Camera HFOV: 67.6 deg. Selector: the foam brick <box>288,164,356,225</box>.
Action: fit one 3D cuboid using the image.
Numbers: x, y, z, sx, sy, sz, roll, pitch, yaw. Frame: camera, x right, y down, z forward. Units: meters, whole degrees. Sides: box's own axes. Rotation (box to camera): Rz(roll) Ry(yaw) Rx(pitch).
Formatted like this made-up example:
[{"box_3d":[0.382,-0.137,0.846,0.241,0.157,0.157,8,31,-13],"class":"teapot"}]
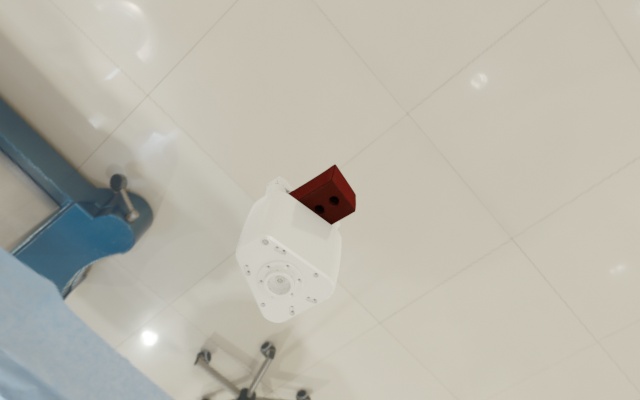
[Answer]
[{"box_3d":[0.000,0.002,0.605,0.078,0.053,0.051,-32,18,17],"class":"foam brick"}]
